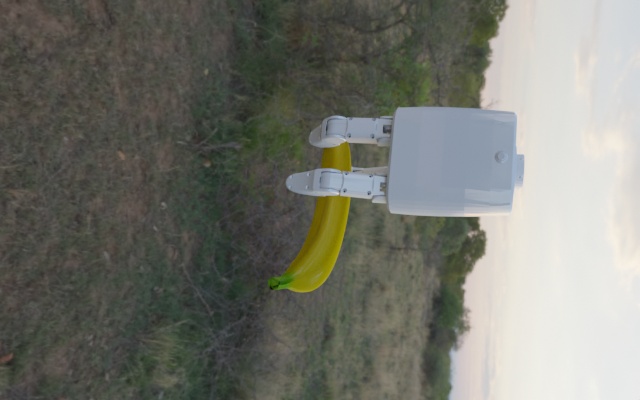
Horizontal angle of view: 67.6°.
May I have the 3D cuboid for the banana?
[{"bbox_3d":[0.004,0.015,0.487,0.037,0.197,0.070,4,-33,22],"label":"banana"}]
